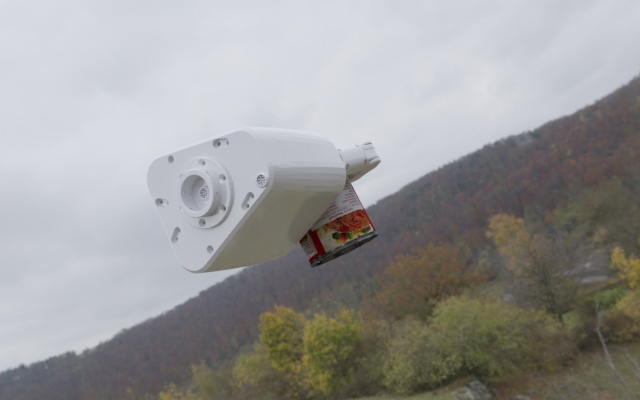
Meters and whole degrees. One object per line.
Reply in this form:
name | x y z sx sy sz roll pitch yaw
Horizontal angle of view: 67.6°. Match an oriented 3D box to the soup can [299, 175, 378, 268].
soup can | 0.000 0.001 0.441 0.068 0.102 0.068 -25 -11 -5
